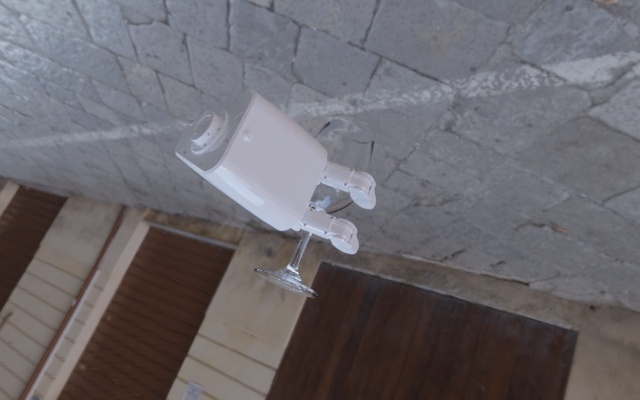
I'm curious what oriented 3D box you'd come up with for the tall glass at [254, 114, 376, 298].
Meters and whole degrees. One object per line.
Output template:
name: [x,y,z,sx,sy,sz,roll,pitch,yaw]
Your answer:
tall glass: [0.000,0.002,0.538,0.079,0.201,0.079,21,-18,7]
